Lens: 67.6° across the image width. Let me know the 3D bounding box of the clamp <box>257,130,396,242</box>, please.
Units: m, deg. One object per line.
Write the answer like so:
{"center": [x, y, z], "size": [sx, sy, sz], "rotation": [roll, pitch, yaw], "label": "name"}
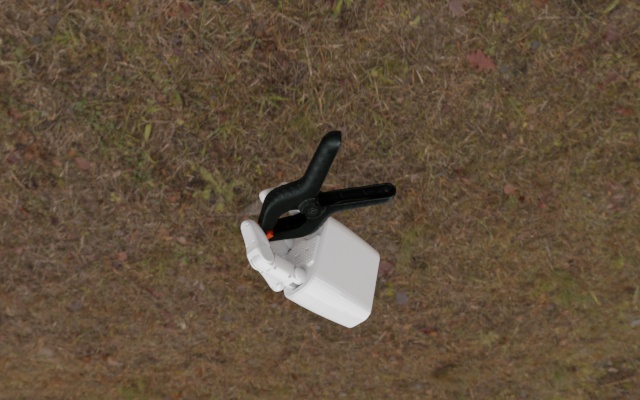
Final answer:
{"center": [0.000, 0.002, 0.554], "size": [0.120, 0.039, 0.171], "rotation": [35, -56, -27], "label": "clamp"}
